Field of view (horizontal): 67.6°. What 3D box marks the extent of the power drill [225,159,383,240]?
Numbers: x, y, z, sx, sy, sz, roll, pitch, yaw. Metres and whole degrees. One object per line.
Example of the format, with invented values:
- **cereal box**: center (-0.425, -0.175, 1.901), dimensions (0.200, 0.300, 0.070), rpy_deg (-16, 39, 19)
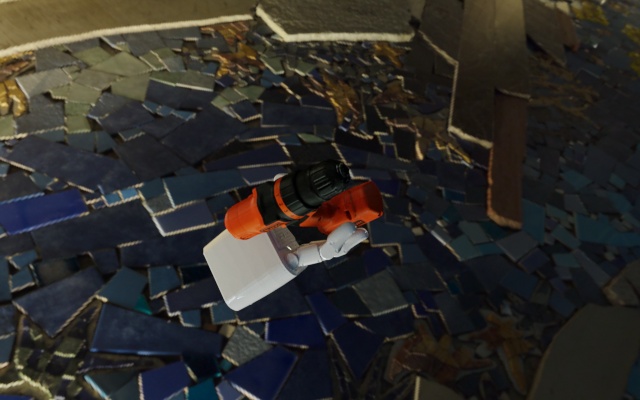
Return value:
- **power drill**: center (0.000, 0.002, 0.607), dimensions (0.184, 0.057, 0.187), rpy_deg (-23, -18, 35)
